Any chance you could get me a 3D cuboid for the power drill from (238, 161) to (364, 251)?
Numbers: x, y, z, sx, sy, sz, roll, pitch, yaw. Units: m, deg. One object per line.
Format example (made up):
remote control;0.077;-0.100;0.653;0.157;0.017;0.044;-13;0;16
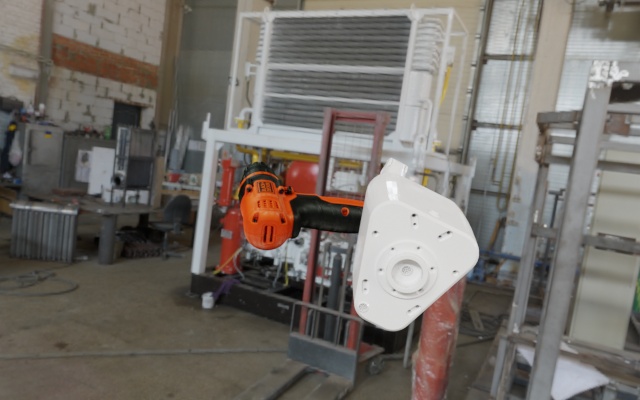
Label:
power drill;0.001;0.002;0.550;0.187;0.057;0.184;1;24;-11
